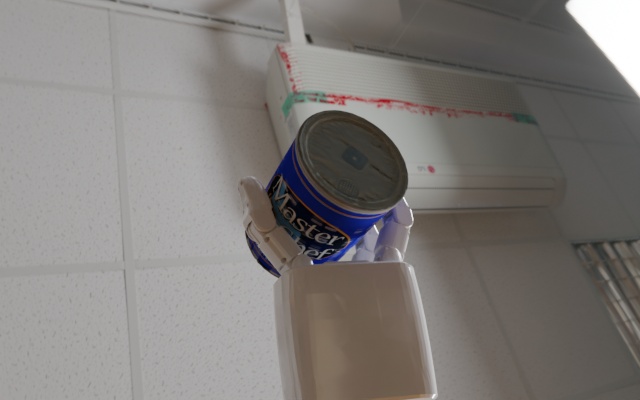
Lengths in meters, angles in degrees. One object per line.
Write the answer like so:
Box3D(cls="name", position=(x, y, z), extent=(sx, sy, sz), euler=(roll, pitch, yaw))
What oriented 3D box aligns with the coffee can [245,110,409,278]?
Box3D(cls="coffee can", position=(0.000, 0.001, 0.442), extent=(0.103, 0.102, 0.140), euler=(0, -32, -29))
